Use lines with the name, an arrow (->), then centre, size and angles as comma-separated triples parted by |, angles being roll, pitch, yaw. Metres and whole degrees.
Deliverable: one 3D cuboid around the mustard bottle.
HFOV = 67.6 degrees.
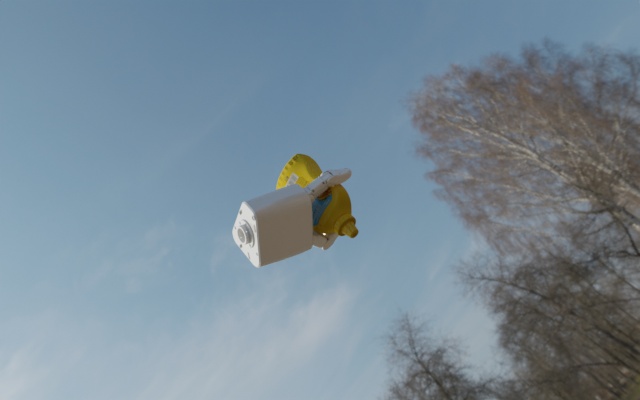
mustard bottle -> 0.000, 0.003, 0.852 | 0.058, 0.096, 0.191 | 8, 29, -49
